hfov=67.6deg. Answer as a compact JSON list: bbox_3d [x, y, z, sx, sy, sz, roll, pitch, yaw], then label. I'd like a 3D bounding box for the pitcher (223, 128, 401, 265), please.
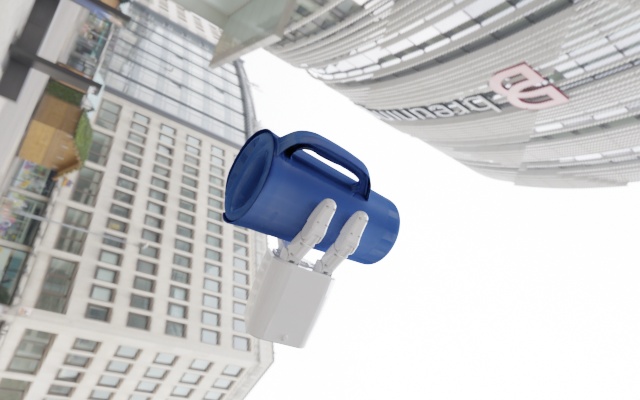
[{"bbox_3d":[0.000,0.002,0.666,0.243,0.145,0.149,24,-3,-30],"label":"pitcher"}]
